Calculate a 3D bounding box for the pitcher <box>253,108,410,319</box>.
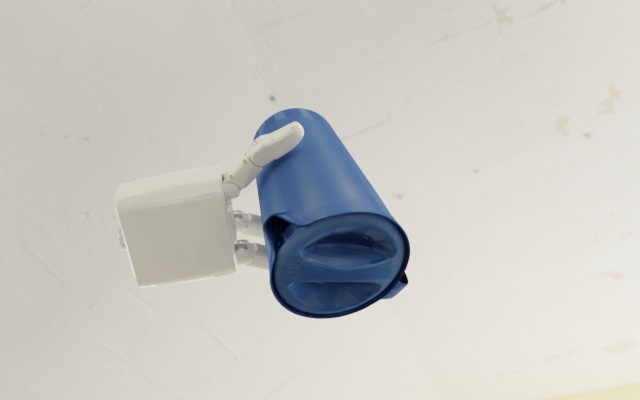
[{"bbox_3d":[0.000,0.002,0.528,0.145,0.149,0.242,-12,38,-8],"label":"pitcher"}]
